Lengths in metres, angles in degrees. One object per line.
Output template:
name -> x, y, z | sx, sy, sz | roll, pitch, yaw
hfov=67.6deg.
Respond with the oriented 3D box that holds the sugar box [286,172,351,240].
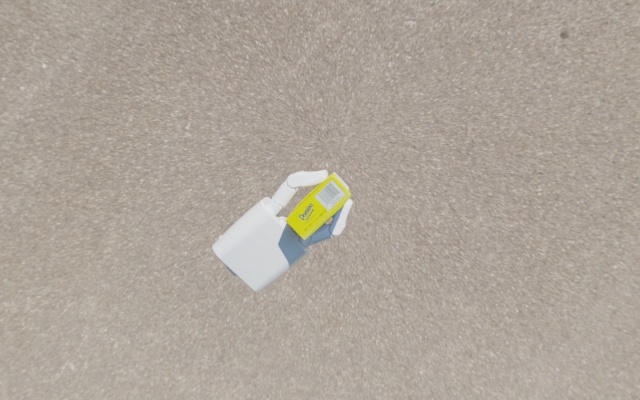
sugar box -> 0.000, 0.002, 0.739 | 0.093, 0.048, 0.176 | -43, 5, 4
